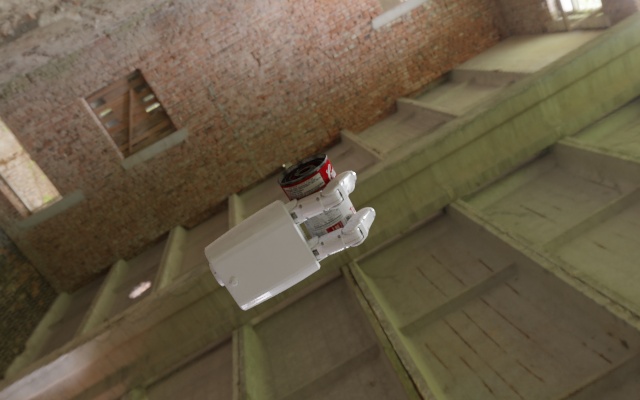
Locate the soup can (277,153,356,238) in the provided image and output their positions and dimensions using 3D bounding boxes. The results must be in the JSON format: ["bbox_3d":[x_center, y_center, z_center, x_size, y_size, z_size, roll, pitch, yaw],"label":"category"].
[{"bbox_3d":[0.001,0.002,0.598,0.068,0.102,0.068,-25,20,10],"label":"soup can"}]
